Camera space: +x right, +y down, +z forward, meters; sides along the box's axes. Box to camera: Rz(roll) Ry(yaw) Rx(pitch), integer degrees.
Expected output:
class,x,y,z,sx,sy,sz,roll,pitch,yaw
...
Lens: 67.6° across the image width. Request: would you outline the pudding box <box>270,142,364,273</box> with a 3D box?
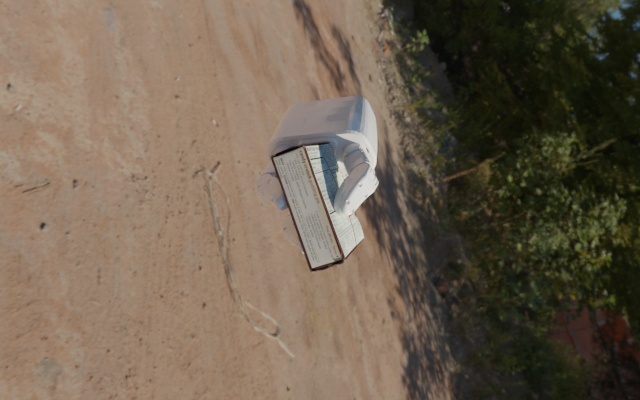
class,x,y,z,sx,sy,sz,roll,pitch,yaw
pudding box,0.000,0.001,0.458,0.039,0.113,0.090,-20,2,19
